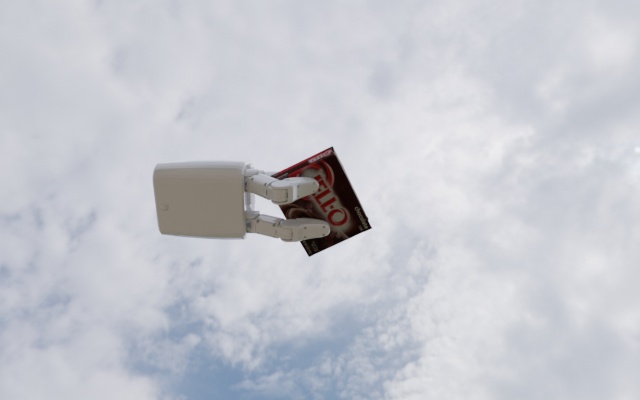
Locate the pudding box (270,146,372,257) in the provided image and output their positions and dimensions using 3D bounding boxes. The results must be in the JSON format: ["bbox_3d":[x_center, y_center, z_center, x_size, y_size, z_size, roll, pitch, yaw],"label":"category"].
[{"bbox_3d":[0.000,0.002,0.592,0.090,0.113,0.039,-25,24,9],"label":"pudding box"}]
